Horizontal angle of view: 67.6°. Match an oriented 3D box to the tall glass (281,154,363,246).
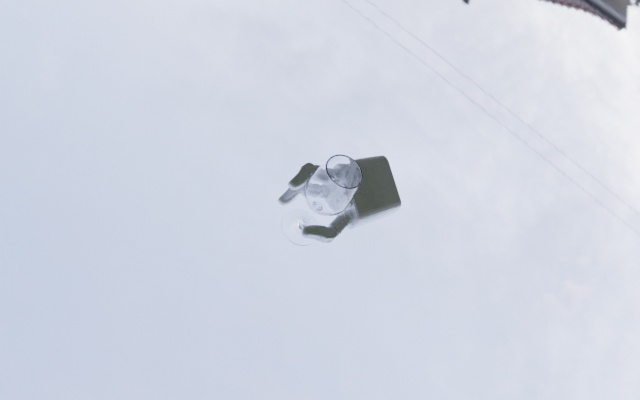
[{"bbox_3d":[0.000,0.003,0.802,0.079,0.079,0.201,0,-28,-24],"label":"tall glass"}]
